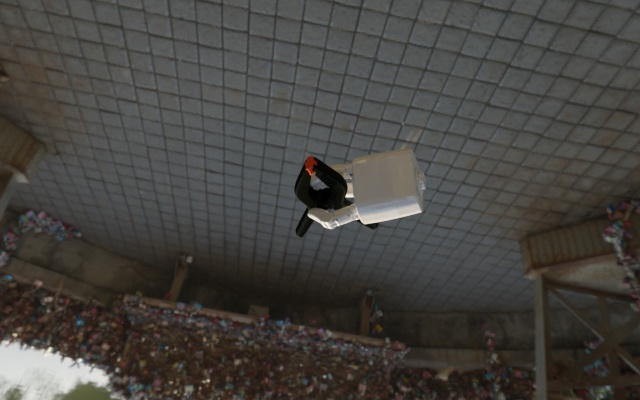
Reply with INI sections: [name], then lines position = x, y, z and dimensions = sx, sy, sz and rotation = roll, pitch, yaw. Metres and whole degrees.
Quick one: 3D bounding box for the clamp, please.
[clamp]
position = 0.000, 0.003, 0.871
dimensions = 0.164, 0.036, 0.210
rotation = -13, -42, 18
